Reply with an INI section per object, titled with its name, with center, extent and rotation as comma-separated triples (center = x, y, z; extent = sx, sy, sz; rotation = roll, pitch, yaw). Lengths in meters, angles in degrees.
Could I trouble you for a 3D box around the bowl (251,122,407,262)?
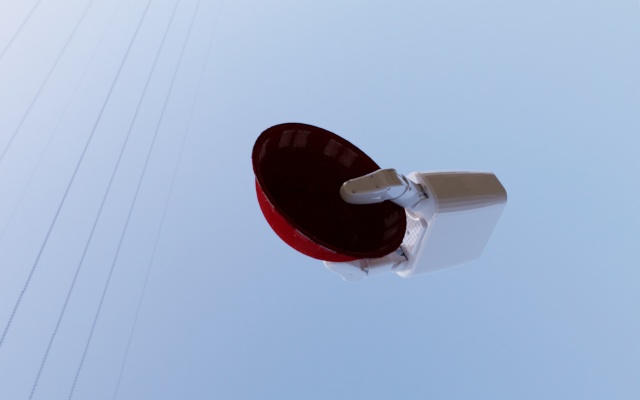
[bowl]
center = -0.001, 0.001, 0.449
extent = 0.162, 0.162, 0.055
rotation = 0, -39, -39
